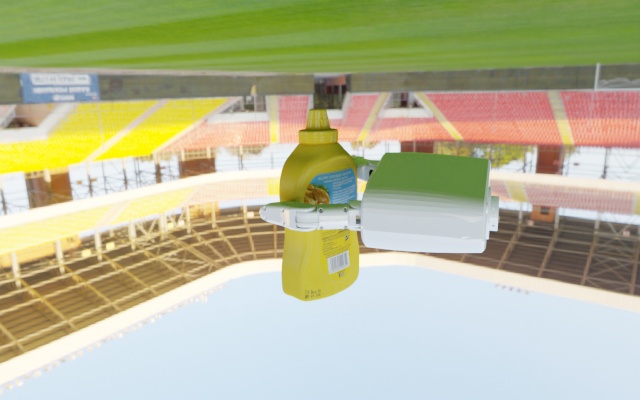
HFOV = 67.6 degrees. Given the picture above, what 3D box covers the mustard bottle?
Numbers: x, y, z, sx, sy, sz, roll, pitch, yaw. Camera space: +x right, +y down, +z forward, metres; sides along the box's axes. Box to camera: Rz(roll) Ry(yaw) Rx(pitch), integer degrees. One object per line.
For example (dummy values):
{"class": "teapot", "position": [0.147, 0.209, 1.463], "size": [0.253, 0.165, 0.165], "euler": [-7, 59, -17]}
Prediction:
{"class": "mustard bottle", "position": [0.000, 0.002, 0.500], "size": [0.096, 0.192, 0.058], "euler": [-14, 18, -43]}
